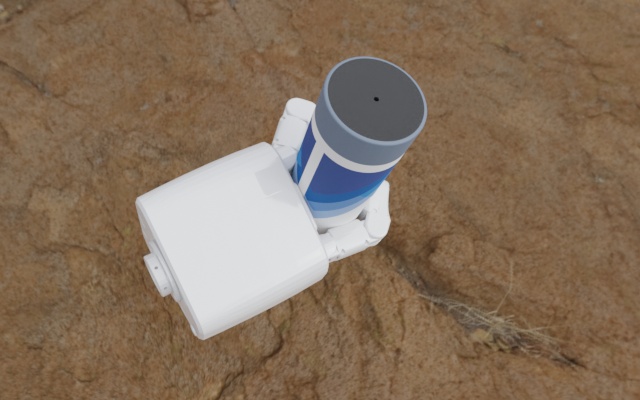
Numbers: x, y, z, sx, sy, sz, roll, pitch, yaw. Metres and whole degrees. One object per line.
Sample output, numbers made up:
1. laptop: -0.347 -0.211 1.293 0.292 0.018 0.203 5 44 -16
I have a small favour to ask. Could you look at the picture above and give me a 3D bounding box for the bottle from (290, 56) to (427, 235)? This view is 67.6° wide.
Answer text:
1. bottle: 0.000 0.001 0.418 0.069 0.069 0.296 0 -25 -15
